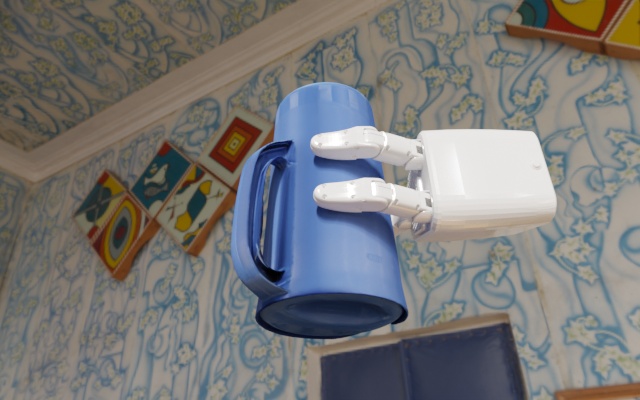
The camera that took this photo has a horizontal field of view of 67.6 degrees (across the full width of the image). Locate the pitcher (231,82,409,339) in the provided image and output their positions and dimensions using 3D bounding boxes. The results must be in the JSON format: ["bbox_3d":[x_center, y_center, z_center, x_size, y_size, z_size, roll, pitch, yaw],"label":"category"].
[{"bbox_3d":[0.000,0.002,0.466,0.145,0.242,0.149,-2,-30,-1],"label":"pitcher"}]
